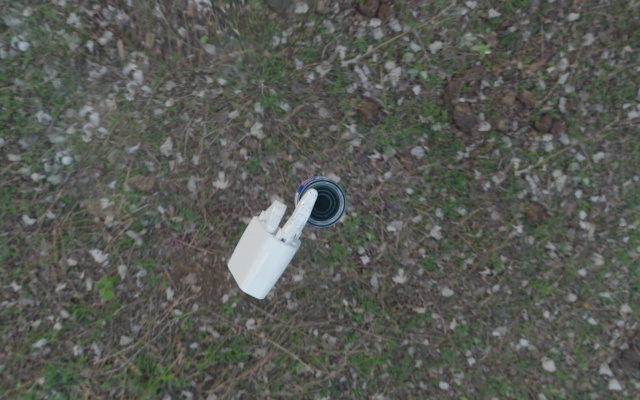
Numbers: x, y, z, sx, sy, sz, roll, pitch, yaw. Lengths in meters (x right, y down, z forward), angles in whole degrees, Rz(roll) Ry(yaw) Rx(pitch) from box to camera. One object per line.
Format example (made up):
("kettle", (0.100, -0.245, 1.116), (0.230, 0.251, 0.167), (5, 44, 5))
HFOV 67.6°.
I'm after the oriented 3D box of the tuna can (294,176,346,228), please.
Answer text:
("tuna can", (0.000, 0.003, 0.810), (0.086, 0.086, 0.033), (0, 9, -10))
